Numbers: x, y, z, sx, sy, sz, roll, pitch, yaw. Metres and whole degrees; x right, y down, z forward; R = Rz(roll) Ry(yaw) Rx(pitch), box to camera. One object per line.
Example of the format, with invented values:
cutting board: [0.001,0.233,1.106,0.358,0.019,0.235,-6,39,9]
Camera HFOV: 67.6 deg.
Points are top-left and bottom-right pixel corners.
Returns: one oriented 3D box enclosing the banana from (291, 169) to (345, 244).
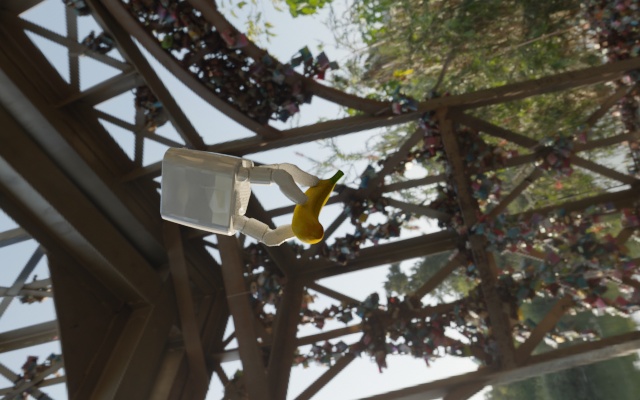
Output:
banana: [-0.011,0.013,0.655,0.037,0.070,0.197,38,27,-10]
